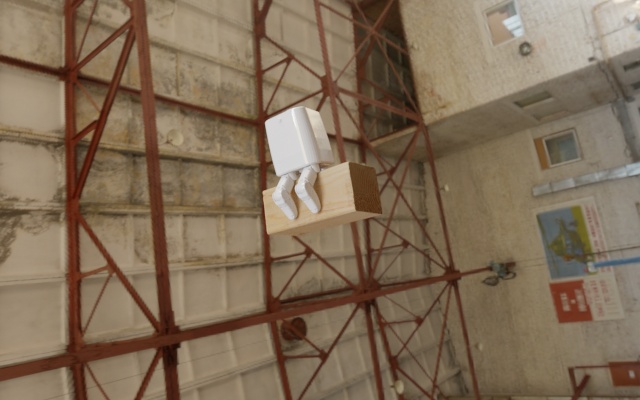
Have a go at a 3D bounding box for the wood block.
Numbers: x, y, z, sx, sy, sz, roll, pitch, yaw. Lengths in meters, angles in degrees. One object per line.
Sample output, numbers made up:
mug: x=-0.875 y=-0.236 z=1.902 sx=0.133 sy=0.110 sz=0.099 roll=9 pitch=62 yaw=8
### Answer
wood block: x=0.000 y=0.003 z=0.892 sx=0.206 sy=0.090 sz=0.091 roll=-17 pitch=-14 yaw=36
